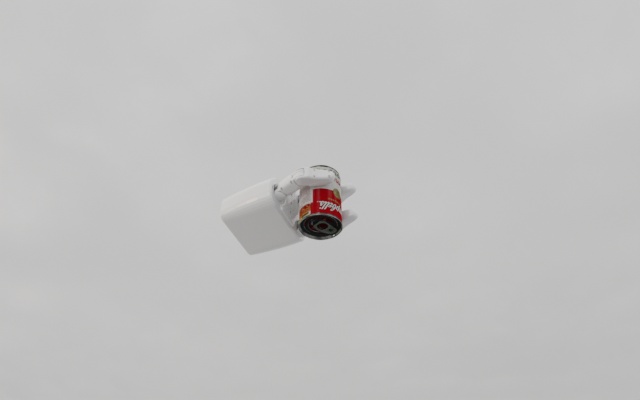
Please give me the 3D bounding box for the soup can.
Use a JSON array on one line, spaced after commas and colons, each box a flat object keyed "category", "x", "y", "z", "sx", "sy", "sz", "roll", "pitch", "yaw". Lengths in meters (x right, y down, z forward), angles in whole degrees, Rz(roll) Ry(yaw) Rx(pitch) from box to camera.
[{"category": "soup can", "x": 0.000, "y": 0.002, "z": 0.760, "sx": 0.068, "sy": 0.102, "sz": 0.069, "roll": 0, "pitch": -39, "yaw": 0}]
